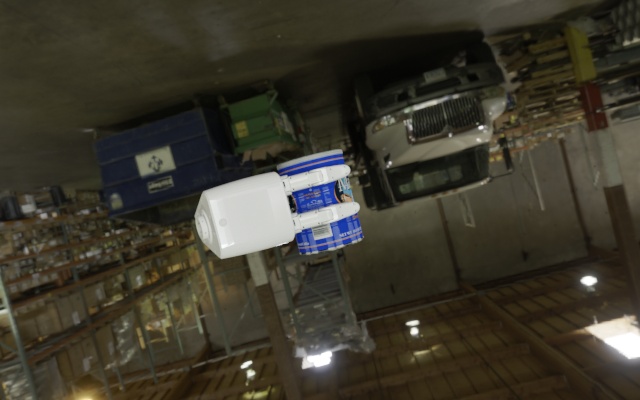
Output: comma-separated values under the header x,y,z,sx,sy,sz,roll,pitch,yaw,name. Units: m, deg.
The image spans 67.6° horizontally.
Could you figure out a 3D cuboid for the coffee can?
x,y,z,sx,sy,sz,roll,pitch,yaw,name
0.000,0.002,0.730,0.103,0.140,0.103,-14,1,0,coffee can
